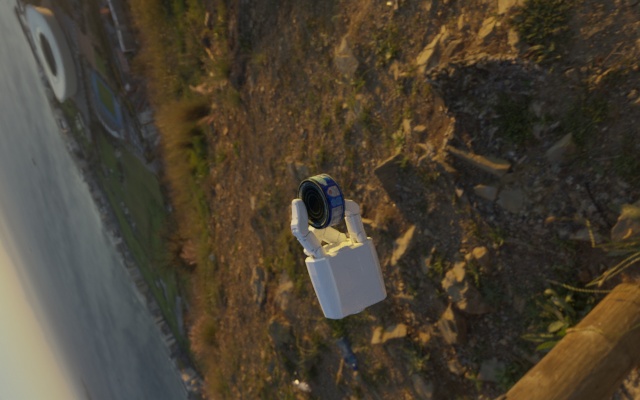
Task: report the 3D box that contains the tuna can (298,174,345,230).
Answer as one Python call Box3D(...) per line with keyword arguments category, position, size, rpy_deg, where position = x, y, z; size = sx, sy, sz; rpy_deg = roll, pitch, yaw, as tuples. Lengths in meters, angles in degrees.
Box3D(category="tuna can", position=(0.000, 0.003, 0.763), size=(0.033, 0.086, 0.086), rpy_deg=(-17, 10, -34))
